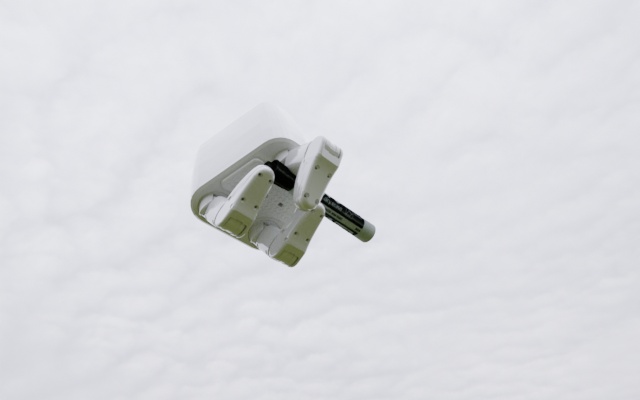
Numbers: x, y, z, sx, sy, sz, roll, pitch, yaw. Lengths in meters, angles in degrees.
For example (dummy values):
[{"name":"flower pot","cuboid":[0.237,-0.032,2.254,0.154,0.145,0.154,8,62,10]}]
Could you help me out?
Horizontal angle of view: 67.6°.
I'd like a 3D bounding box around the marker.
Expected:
[{"name":"marker","cuboid":[0.000,0.001,0.410,0.121,0.020,0.020,33,-18,-29]}]
